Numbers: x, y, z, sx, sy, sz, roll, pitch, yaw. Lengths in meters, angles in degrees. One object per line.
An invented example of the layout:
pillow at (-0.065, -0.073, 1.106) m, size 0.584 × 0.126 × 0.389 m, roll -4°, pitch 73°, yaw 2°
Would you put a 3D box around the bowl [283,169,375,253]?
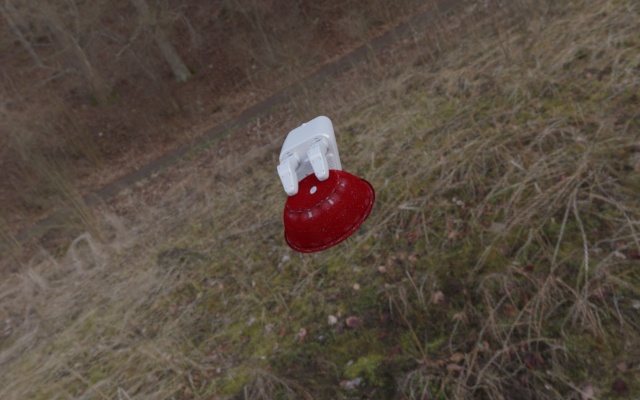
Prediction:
bowl at (0.000, 0.003, 0.732) m, size 0.162 × 0.162 × 0.055 m, roll 0°, pitch -44°, yaw 43°
